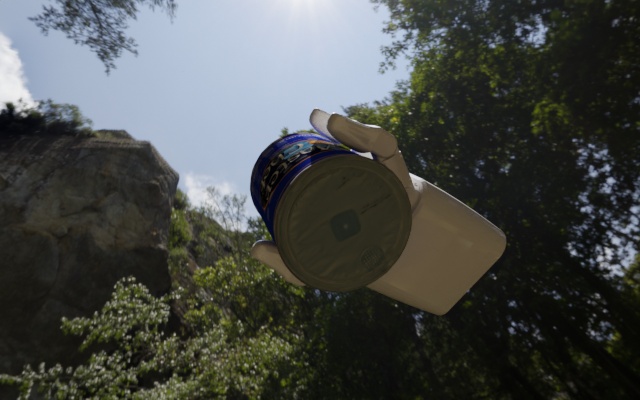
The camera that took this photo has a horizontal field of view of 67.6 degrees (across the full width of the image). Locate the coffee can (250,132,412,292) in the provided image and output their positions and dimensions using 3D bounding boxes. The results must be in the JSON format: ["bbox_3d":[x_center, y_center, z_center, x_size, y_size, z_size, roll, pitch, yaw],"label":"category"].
[{"bbox_3d":[0.000,0.001,0.404,0.103,0.103,0.140,0,15,-16],"label":"coffee can"}]
